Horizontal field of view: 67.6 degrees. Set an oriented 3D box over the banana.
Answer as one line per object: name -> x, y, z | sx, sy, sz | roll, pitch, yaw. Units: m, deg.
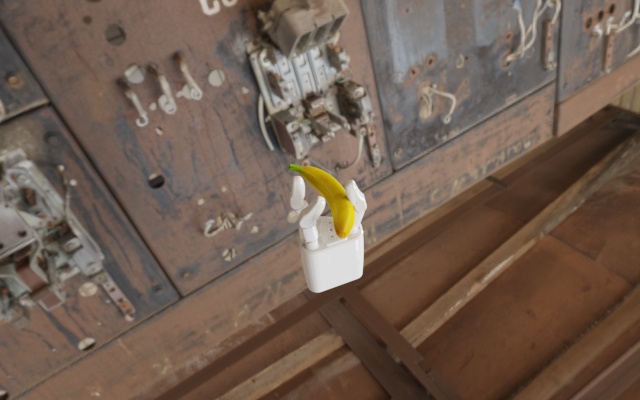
banana -> 0.015, -0.003, 0.806 | 0.069, 0.037, 0.197 | -14, 41, -25
